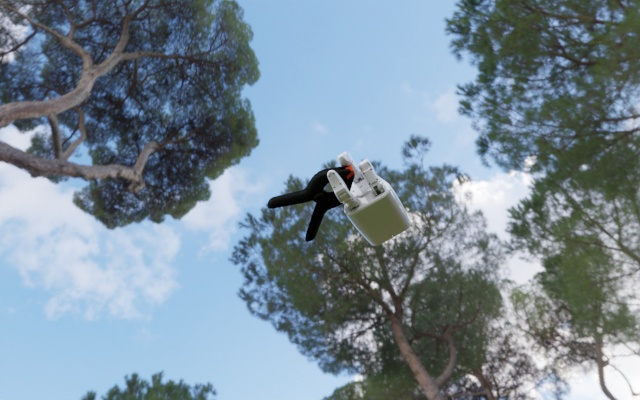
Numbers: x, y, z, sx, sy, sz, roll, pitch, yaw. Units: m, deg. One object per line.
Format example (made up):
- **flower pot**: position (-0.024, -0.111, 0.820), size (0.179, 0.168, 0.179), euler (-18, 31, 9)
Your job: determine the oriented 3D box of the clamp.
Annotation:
- **clamp**: position (0.000, 0.002, 0.900), size (0.171, 0.120, 0.039), euler (-31, 34, 11)
